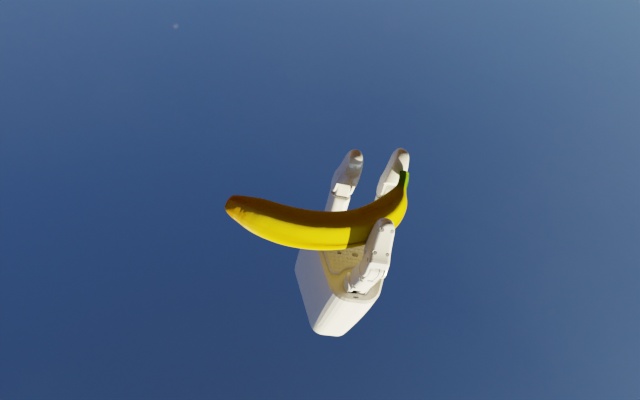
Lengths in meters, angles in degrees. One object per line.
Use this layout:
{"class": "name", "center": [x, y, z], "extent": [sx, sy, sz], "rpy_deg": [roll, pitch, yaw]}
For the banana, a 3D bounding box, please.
{"class": "banana", "center": [0.009, 0.017, 0.467], "extent": [0.198, 0.069, 0.037], "rpy_deg": [-8, -30, -23]}
